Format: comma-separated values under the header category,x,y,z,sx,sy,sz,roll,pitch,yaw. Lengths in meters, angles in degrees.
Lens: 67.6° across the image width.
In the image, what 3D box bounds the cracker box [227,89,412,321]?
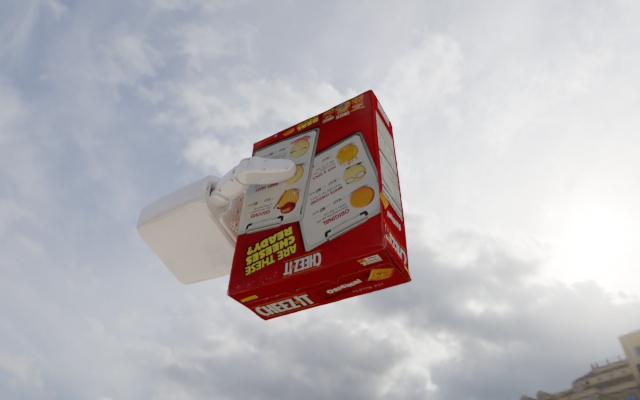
category,x,y,z,sx,sy,sz,roll,pitch,yaw
cracker box,0.000,0.001,0.502,0.164,0.213,0.072,-20,-45,23
